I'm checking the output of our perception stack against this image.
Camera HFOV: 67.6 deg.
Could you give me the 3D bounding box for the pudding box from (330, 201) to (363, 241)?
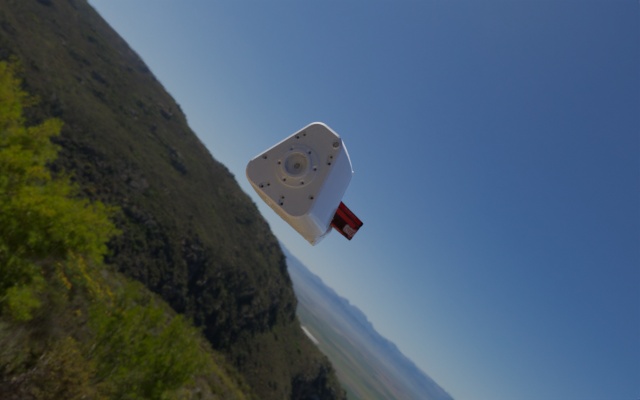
[{"bbox_3d":[0.000,0.002,0.702,0.113,0.039,0.090,39,-4,43],"label":"pudding box"}]
